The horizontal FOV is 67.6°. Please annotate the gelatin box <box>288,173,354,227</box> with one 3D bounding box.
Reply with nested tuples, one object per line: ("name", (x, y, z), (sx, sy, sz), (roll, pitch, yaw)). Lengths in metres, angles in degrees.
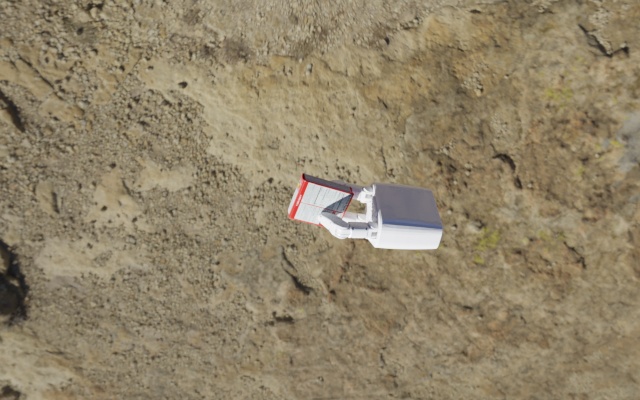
("gelatin box", (0.000, 0.003, 0.779), (0.089, 0.073, 0.030), (14, 27, -18))
